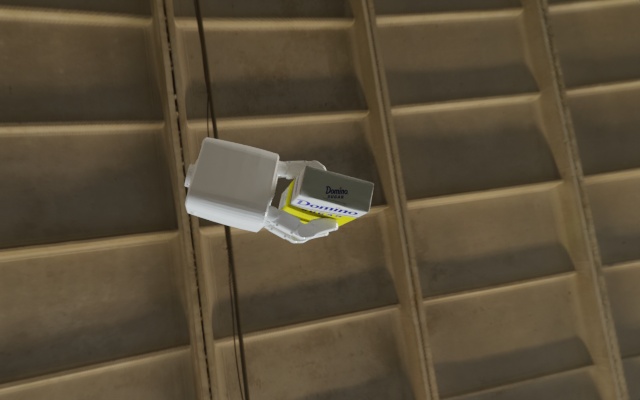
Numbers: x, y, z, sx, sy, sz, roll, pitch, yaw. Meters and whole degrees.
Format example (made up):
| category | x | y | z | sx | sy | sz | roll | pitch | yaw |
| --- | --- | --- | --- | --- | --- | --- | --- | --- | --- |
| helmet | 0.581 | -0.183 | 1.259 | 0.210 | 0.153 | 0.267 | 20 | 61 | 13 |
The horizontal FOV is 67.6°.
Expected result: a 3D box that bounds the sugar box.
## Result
| category | x | y | z | sx | sy | sz | roll | pitch | yaw |
| --- | --- | --- | --- | --- | --- | --- | --- | --- | --- |
| sugar box | 0.000 | 0.003 | 0.667 | 0.093 | 0.048 | 0.176 | 14 | -11 | -11 |
